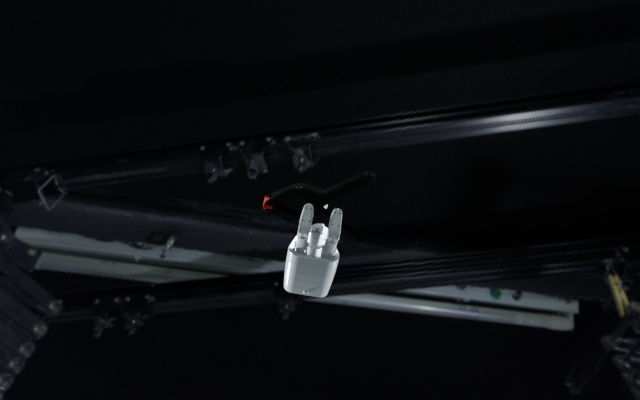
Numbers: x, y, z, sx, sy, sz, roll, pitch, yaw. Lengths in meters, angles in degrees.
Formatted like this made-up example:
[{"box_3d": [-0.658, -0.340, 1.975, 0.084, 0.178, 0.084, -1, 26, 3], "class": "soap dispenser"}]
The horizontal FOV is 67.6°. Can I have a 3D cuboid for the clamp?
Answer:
[{"box_3d": [0.000, 0.003, 0.896, 0.210, 0.165, 0.036, 10, 33, -4], "class": "clamp"}]
